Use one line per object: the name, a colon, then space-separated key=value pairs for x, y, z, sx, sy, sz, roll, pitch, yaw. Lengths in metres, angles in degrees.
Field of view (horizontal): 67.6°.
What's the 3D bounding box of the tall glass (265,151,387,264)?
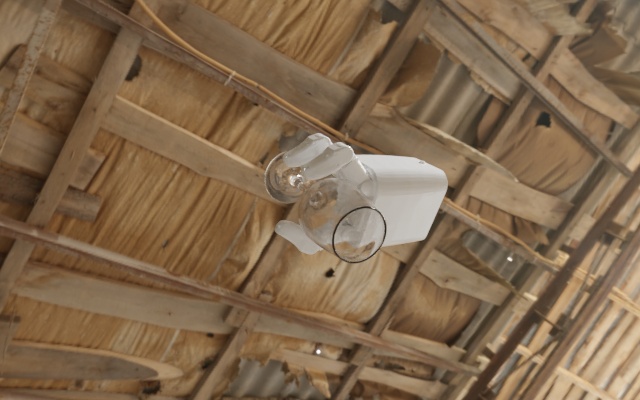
tall glass: x=0.000 y=0.002 z=0.559 sx=0.079 sy=0.079 sz=0.201 roll=0 pitch=20 yaw=-25
